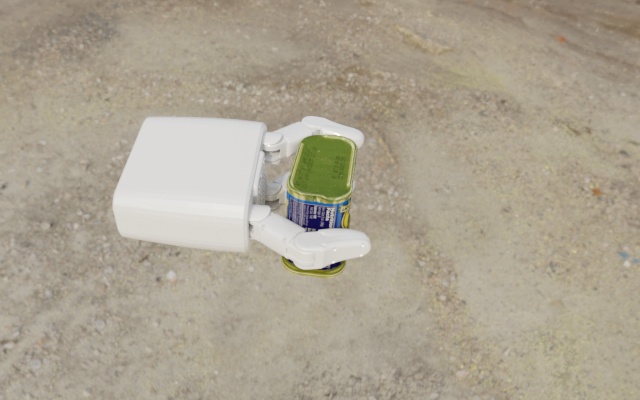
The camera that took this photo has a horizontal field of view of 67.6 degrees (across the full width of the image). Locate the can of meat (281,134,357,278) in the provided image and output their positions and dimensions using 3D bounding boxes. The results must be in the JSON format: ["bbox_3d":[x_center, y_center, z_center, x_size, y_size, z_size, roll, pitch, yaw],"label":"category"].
[{"bbox_3d":[0.000,0.001,0.417,0.057,0.084,0.102,7,37,3],"label":"can of meat"}]
